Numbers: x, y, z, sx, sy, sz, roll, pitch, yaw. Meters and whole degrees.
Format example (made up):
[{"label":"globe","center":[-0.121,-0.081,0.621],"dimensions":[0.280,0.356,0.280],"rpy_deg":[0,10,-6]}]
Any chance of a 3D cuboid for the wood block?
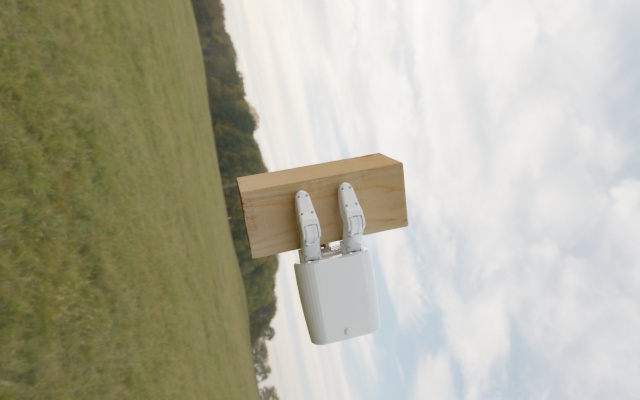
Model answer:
[{"label":"wood block","center":[0.000,0.002,0.635],"dimensions":[0.206,0.090,0.090],"rpy_deg":[-11,16,-11]}]
